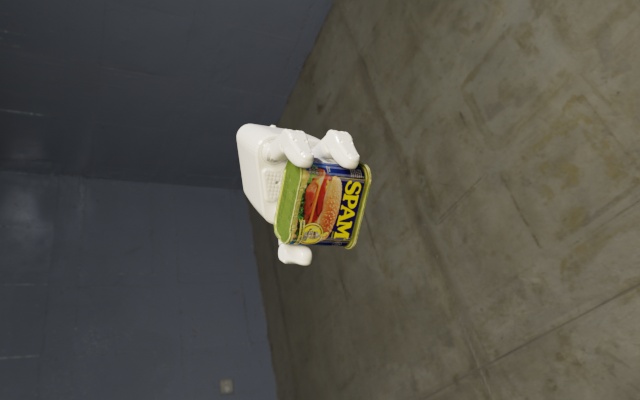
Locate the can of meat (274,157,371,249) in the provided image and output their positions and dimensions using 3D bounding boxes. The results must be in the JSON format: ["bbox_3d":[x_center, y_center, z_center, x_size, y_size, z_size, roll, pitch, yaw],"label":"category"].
[{"bbox_3d":[0.000,0.002,0.537,0.084,0.102,0.057,4,18,-26],"label":"can of meat"}]
